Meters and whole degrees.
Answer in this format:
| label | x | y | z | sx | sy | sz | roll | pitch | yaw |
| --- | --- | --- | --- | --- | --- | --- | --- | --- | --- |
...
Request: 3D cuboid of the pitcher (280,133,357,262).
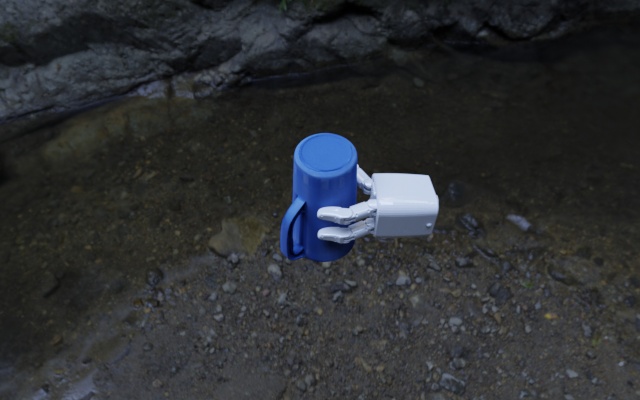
| label | x | y | z | sx | sy | sz | roll | pitch | yaw |
| --- | --- | --- | --- | --- | --- | --- | --- | --- | --- |
| pitcher | 0.000 | 0.003 | 0.886 | 0.145 | 0.149 | 0.243 | 2 | -40 | 1 |
